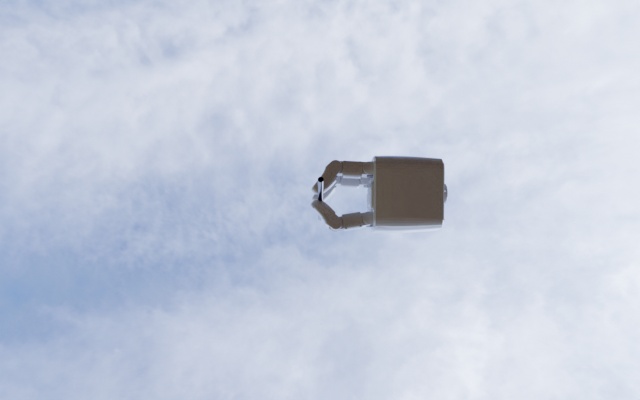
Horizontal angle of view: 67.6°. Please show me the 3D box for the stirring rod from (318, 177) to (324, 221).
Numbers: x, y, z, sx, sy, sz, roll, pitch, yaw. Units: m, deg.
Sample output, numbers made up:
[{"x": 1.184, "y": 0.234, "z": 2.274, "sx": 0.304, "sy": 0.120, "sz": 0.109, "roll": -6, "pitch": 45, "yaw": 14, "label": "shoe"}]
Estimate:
[{"x": 0.000, "y": 0.002, "z": 0.746, "sx": 0.011, "sy": 0.011, "sz": 0.239, "roll": 0, "pitch": -15, "yaw": 0, "label": "stirring rod"}]
